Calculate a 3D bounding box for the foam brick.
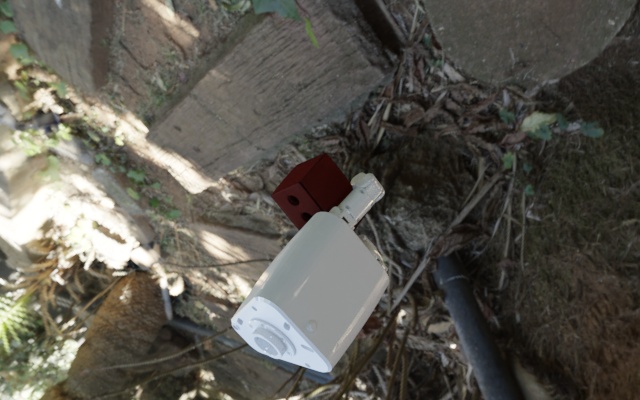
[{"bbox_3d":[0.000,0.001,0.481,0.053,0.078,0.051,-20,24,51],"label":"foam brick"}]
